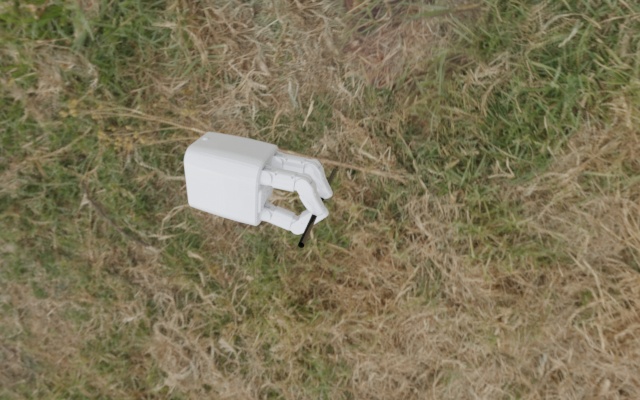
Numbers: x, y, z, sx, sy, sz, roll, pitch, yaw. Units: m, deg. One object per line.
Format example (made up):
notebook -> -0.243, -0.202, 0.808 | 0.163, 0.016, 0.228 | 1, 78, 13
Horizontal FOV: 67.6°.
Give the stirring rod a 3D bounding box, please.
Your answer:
stirring rod -> 0.000, 0.002, 0.678 | 0.011, 0.011, 0.239 | 0, 25, 12
